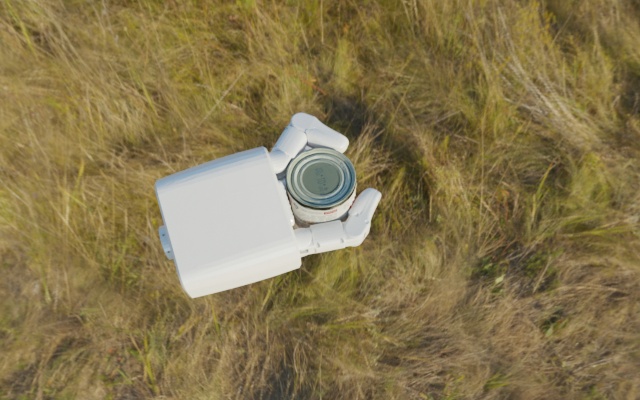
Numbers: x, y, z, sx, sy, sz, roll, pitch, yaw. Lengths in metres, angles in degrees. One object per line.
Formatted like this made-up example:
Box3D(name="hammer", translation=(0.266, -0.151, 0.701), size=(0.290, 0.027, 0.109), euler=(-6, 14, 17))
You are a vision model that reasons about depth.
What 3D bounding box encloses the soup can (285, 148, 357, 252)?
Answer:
Box3D(name="soup can", translation=(0.001, 0.001, 0.479), size=(0.068, 0.068, 0.102), euler=(0, -28, 0))
